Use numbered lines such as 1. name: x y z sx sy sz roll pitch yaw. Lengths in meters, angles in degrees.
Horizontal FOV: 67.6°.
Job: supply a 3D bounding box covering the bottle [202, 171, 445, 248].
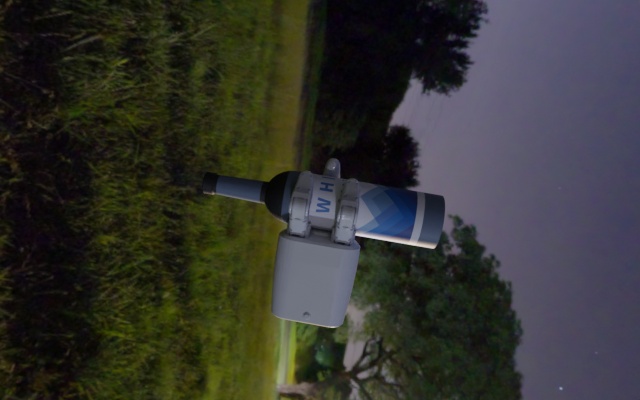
1. bottle: 0.000 0.002 0.595 0.296 0.069 0.069 10 0 2
